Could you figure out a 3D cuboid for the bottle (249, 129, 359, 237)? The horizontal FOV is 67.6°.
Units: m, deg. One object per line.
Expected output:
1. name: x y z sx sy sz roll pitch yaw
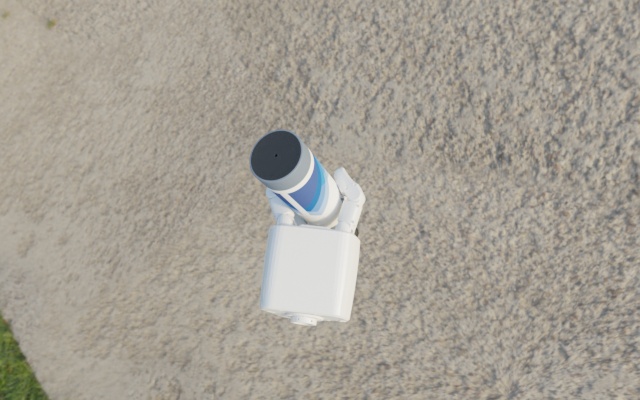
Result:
1. bottle: 0.000 0.002 0.660 0.069 0.069 0.296 0 -21 21
